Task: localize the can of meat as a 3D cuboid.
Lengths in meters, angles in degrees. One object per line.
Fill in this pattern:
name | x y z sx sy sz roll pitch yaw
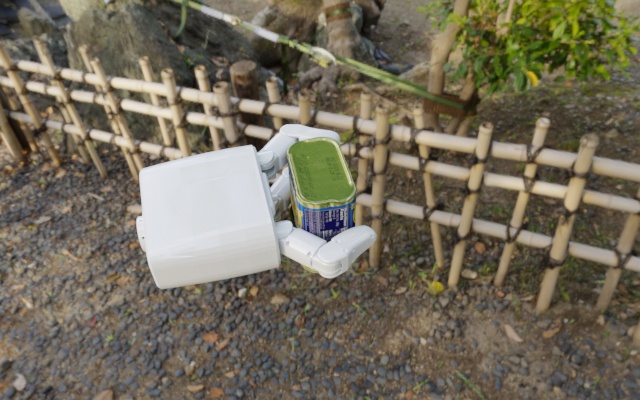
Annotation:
can of meat | 0.000 0.001 0.451 0.057 0.084 0.102 -9 42 -7
